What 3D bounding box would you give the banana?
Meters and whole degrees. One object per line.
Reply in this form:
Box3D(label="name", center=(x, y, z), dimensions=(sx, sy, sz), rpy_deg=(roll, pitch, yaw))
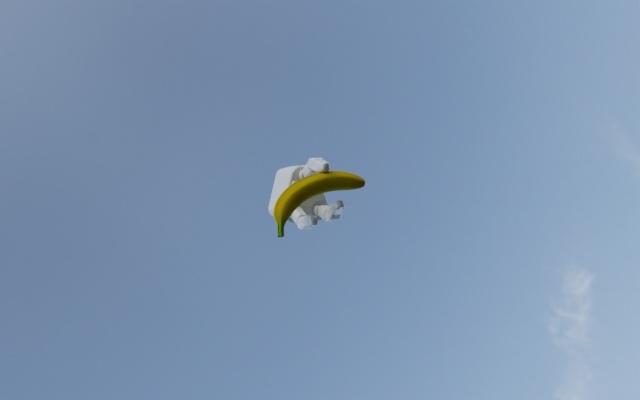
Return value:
Box3D(label="banana", center=(-0.011, -0.012, 0.844), dimensions=(0.197, 0.069, 0.037), rpy_deg=(-31, 10, -22))
